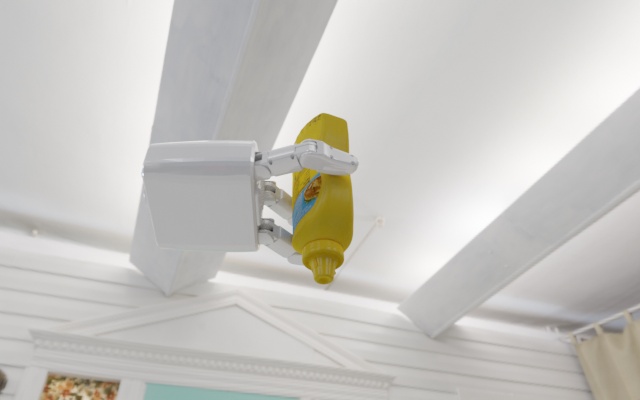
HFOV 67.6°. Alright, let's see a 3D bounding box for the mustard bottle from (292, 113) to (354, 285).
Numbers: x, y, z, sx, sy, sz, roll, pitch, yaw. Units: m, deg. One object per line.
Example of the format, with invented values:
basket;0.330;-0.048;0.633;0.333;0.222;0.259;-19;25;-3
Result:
mustard bottle;0.000;0.002;0.507;0.058;0.191;0.096;16;-44;-19
